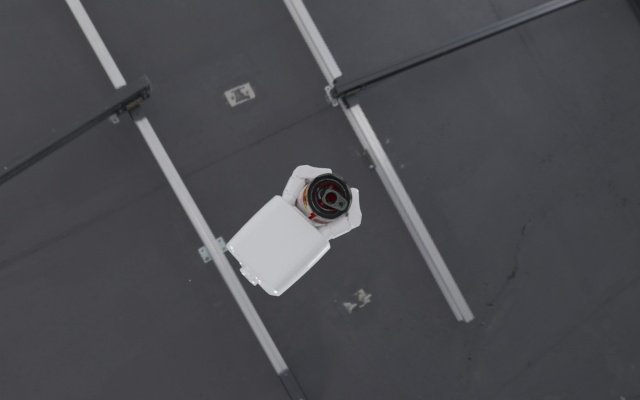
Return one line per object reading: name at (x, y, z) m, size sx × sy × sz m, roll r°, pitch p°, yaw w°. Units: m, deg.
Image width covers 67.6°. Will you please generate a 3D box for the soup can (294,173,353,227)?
soup can at (0.000, 0.002, 0.721) m, size 0.068 × 0.068 × 0.102 m, roll 0°, pitch -9°, yaw -15°
